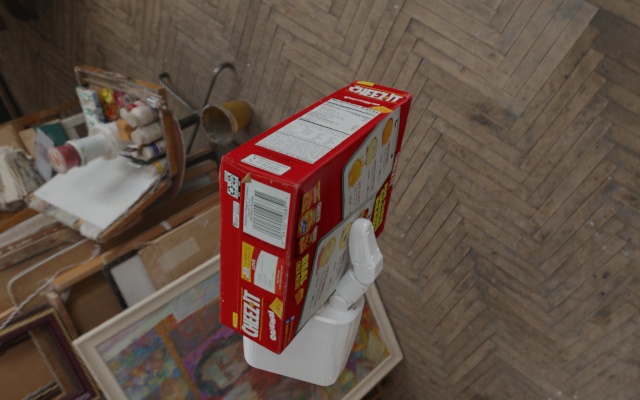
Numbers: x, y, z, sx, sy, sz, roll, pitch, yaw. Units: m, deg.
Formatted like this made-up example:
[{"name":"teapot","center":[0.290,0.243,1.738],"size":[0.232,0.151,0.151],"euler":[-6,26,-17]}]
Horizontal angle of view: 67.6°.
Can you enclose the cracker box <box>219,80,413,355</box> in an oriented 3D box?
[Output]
[{"name":"cracker box","center":[0.000,0.002,0.427],"size":[0.072,0.164,0.213],"euler":[22,36,21]}]
